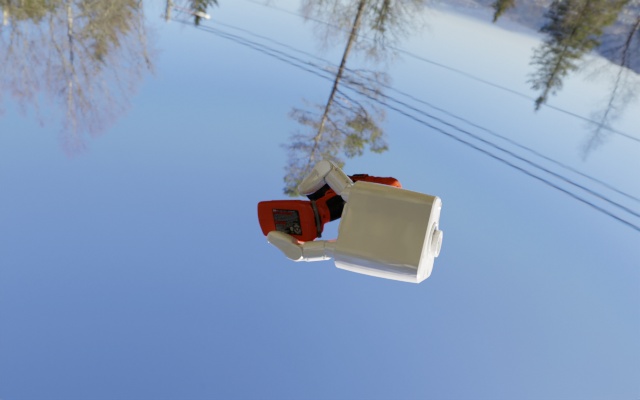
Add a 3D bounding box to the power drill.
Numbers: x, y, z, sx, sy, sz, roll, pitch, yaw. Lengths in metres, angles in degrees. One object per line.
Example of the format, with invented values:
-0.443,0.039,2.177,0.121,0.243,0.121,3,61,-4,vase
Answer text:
0.000,0.002,0.706,0.184,0.057,0.187,0,16,44,power drill
